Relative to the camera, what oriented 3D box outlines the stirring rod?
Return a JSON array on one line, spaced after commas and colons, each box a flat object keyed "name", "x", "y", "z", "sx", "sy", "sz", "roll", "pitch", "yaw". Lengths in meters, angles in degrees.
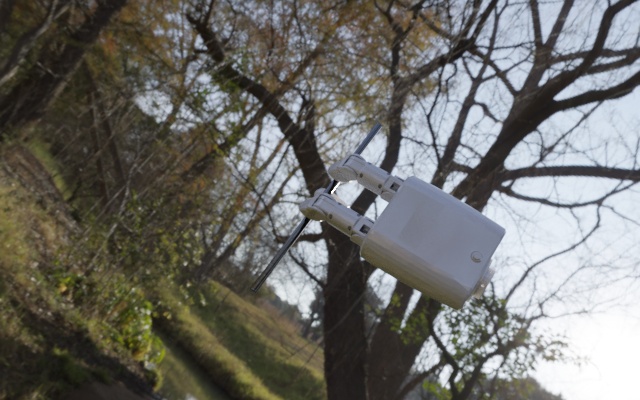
[{"name": "stirring rod", "x": 0.000, "y": 0.002, "z": 0.528, "sx": 0.011, "sy": 0.239, "sz": 0.011, "roll": 33, "pitch": -18, "yaw": 13}]
